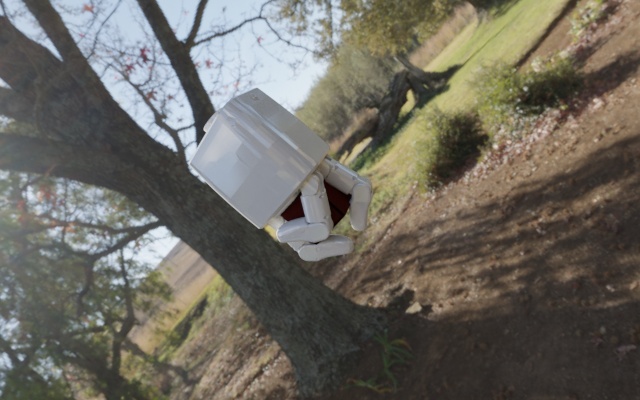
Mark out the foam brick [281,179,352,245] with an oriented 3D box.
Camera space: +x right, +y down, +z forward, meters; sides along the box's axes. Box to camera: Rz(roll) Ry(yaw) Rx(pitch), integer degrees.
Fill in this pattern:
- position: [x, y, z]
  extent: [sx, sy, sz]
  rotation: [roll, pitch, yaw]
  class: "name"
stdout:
- position: [0.000, 0.002, 0.537]
  extent: [0.051, 0.053, 0.078]
  rotation: [41, 24, -4]
  class: "foam brick"
